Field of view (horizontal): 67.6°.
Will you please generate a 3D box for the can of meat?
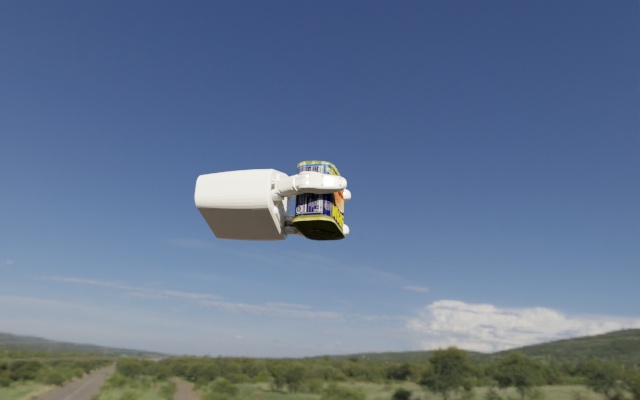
[{"bbox_3d":[0.000,0.002,0.657,0.057,0.084,0.102,-3,-20,14],"label":"can of meat"}]
